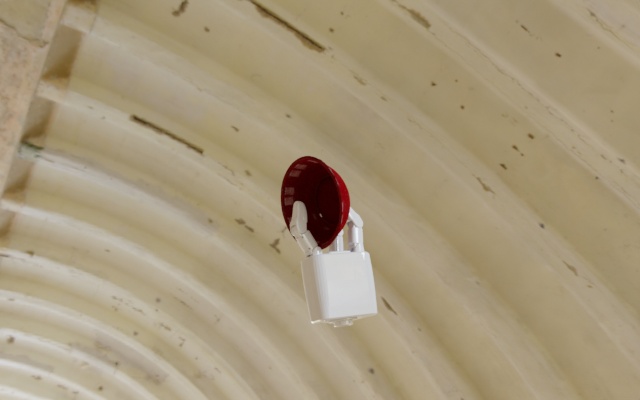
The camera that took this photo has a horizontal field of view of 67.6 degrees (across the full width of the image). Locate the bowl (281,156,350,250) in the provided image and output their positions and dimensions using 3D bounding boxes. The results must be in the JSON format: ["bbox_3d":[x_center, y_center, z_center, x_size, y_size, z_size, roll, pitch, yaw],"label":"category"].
[{"bbox_3d":[0.000,0.001,0.824,0.055,0.162,0.162,-9,6,-41],"label":"bowl"}]
